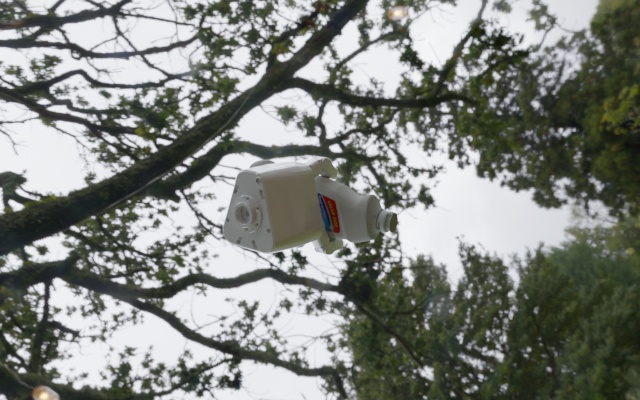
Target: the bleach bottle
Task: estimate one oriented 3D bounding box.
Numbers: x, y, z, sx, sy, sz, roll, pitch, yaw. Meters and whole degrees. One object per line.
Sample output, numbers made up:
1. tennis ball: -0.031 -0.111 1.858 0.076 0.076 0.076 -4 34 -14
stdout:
1. bleach bottle: 0.000 0.003 0.738 0.251 0.102 0.068 11 15 32
